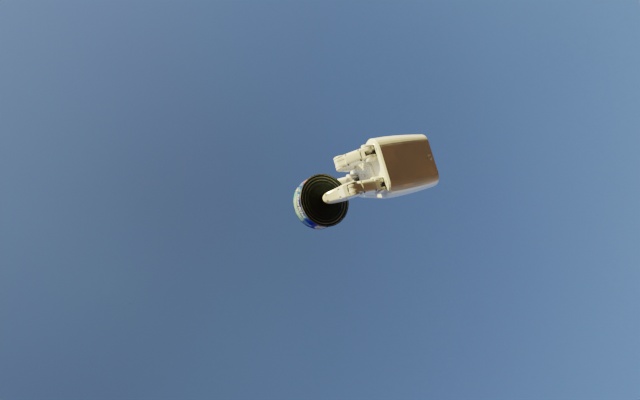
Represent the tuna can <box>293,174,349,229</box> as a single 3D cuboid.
[{"bbox_3d":[0.000,0.003,0.765,0.086,0.086,0.034,0,-12,-27],"label":"tuna can"}]
